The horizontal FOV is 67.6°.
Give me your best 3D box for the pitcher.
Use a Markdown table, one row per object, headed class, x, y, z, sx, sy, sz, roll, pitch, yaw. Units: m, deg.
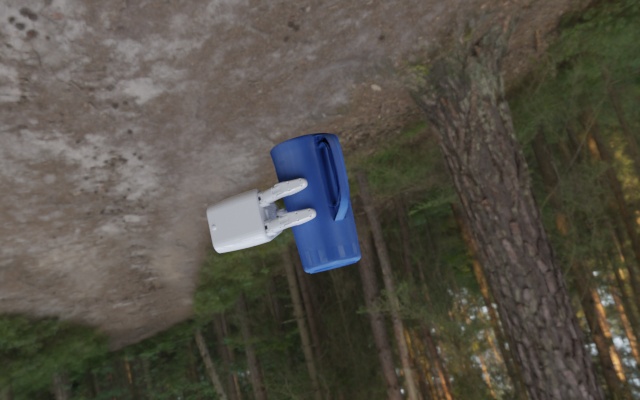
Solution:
| class | x | y | z | sx | sy | sz | roll | pitch | yaw |
| --- | --- | --- | --- | --- | --- | --- | --- | --- | --- |
| pitcher | 0.000 | 0.003 | 0.877 | 0.145 | 0.242 | 0.149 | -16 | -10 | 13 |
